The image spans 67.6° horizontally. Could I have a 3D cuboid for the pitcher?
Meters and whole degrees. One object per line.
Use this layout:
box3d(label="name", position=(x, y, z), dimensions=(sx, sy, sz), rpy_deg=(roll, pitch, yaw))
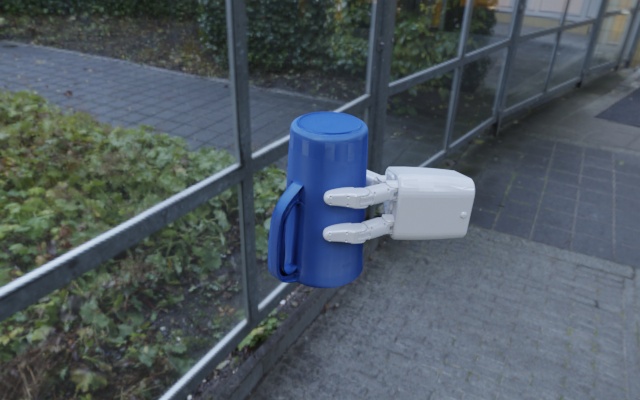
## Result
box3d(label="pitcher", position=(0.000, 0.002, 0.703), dimensions=(0.145, 0.243, 0.149), rpy_deg=(2, 29, -1))
